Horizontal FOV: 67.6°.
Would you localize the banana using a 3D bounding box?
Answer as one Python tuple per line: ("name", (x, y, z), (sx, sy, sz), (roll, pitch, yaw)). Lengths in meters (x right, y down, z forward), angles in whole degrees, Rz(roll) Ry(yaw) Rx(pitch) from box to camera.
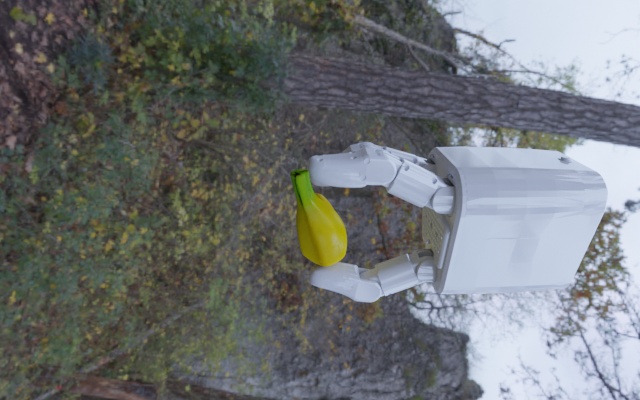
("banana", (0.001, 0.020, 0.402), (0.037, 0.069, 0.198), (-4, -5, 0))
